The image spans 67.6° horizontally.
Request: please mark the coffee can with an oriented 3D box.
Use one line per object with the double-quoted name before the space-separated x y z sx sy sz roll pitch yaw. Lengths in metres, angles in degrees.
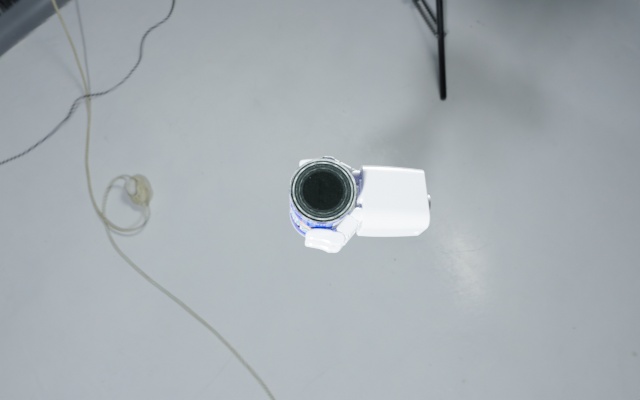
"coffee can" 0.000 0.003 0.782 0.103 0.102 0.140 0 -15 -3
